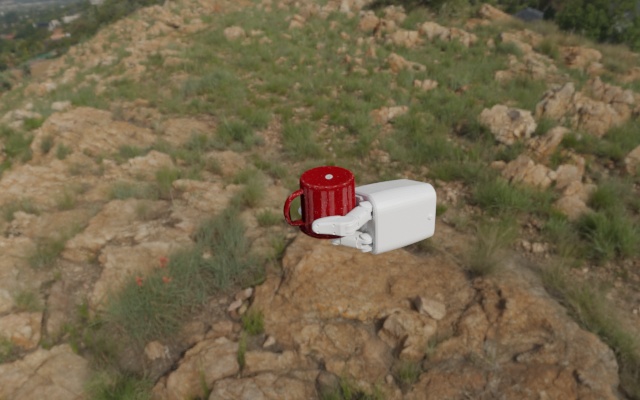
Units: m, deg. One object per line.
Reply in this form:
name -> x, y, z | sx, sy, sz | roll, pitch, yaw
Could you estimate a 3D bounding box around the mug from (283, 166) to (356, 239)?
mug -> -0.001, 0.002, 0.707 | 0.117, 0.081, 0.093 | -13, 29, -19
